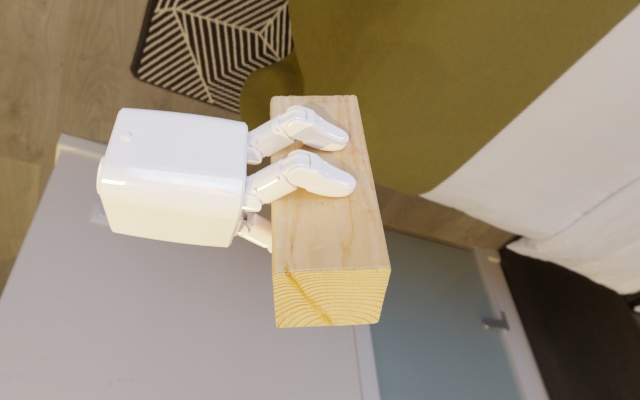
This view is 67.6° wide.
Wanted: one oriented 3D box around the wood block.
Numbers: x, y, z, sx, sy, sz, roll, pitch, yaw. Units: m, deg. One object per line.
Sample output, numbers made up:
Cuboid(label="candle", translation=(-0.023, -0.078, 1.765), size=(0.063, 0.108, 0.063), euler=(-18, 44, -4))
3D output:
Cuboid(label="wood block", translation=(0.000, 0.002, 0.443), size=(0.090, 0.206, 0.091), euler=(-2, -40, -4))
